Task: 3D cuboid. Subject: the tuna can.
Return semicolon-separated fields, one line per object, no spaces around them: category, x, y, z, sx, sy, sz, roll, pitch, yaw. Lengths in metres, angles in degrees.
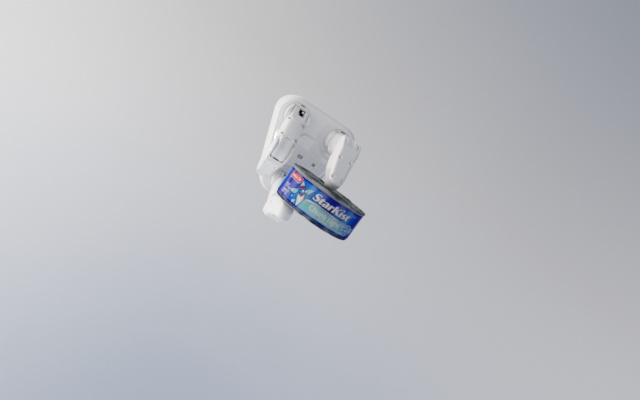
tuna can;0.000;0.002;0.467;0.086;0.034;0.086;36;5;-4
